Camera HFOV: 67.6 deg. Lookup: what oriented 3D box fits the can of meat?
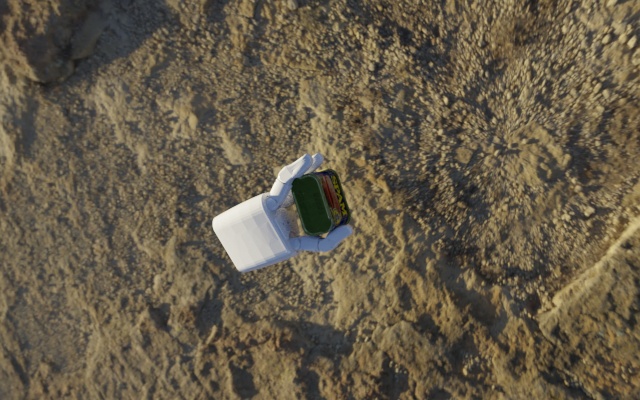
[{"bbox_3d":[0.000,0.003,0.765,0.057,0.102,0.084,-18,-1,23],"label":"can of meat"}]
